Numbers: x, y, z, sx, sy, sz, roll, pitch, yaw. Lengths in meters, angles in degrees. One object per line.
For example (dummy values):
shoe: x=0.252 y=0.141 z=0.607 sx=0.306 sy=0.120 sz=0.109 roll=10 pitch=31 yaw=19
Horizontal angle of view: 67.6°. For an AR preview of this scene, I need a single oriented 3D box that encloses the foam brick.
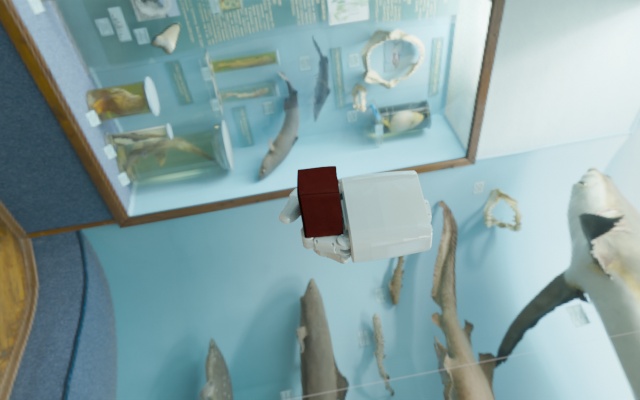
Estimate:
foam brick: x=0.000 y=0.002 z=0.611 sx=0.051 sy=0.078 sz=0.053 roll=-6 pitch=43 yaw=2
